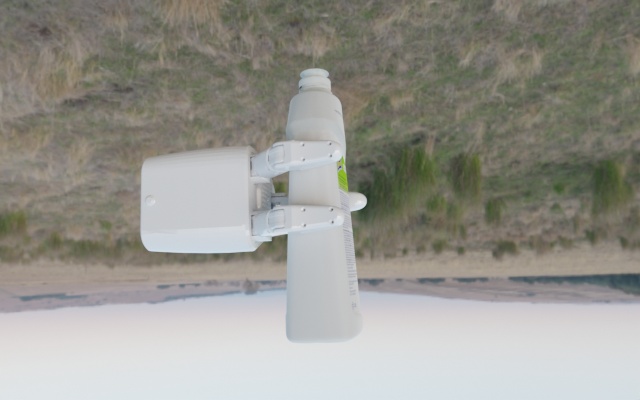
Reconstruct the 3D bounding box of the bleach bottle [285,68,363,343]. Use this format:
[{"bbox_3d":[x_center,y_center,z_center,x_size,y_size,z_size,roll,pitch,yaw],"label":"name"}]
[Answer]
[{"bbox_3d":[0.000,0.002,0.458,0.068,0.251,0.102,-3,-8,8],"label":"bleach bottle"}]
